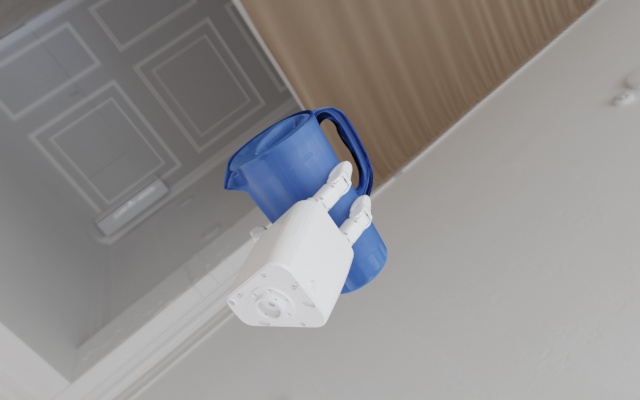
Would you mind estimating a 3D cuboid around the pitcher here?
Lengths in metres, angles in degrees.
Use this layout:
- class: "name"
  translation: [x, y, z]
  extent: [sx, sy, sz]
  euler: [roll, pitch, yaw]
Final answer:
- class: "pitcher"
  translation: [0.000, 0.002, 0.657]
  extent: [0.149, 0.243, 0.145]
  euler: [-22, 24, 28]
